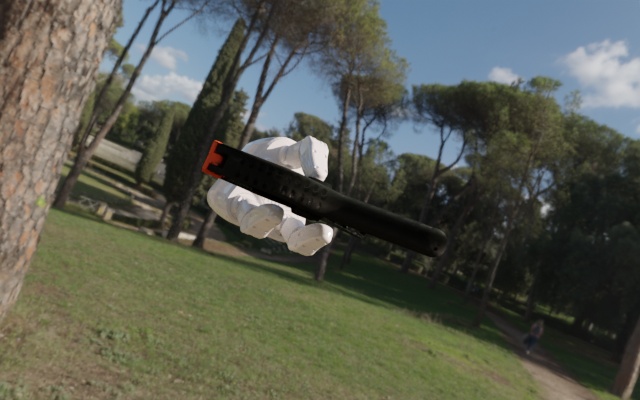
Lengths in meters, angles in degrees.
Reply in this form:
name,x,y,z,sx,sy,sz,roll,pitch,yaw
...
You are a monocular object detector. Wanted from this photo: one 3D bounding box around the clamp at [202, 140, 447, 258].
name,x,y,z,sx,sy,sz,roll,pitch,yaw
clamp,0.000,0.000,0.431,0.210,0.036,0.164,24,-7,-26
